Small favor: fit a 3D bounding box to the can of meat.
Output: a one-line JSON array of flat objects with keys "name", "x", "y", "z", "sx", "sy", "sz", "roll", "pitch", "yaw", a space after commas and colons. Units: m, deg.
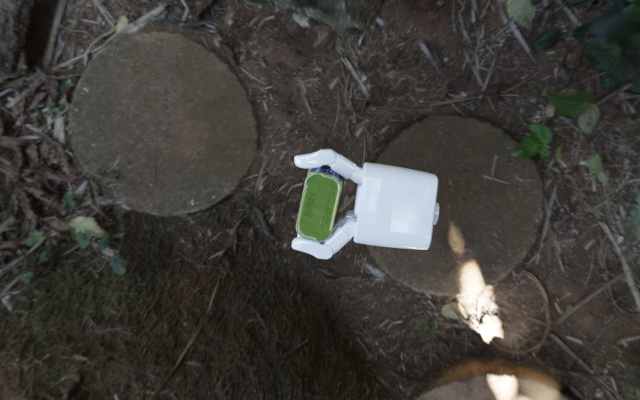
[{"name": "can of meat", "x": 0.000, "y": 0.002, "z": 0.693, "sx": 0.057, "sy": 0.102, "sz": 0.084, "roll": 12, "pitch": 12, "yaw": 1}]
